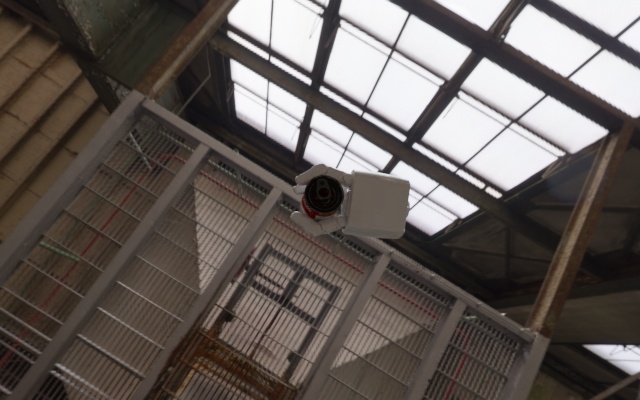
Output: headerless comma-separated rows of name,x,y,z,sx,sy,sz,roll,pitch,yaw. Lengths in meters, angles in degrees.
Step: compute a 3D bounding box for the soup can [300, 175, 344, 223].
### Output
soup can,0.000,0.003,0.853,0.068,0.068,0.102,0,-16,-8
